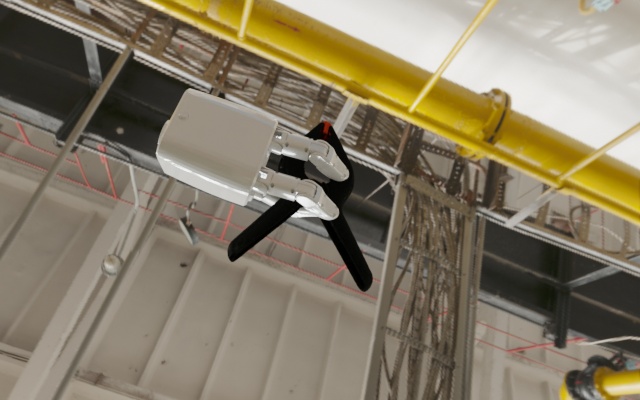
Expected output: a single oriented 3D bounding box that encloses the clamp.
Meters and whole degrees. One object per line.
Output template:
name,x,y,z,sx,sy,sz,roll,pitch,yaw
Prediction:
clamp,0.000,0.002,0.566,0.164,0.210,0.036,21,-29,-9
